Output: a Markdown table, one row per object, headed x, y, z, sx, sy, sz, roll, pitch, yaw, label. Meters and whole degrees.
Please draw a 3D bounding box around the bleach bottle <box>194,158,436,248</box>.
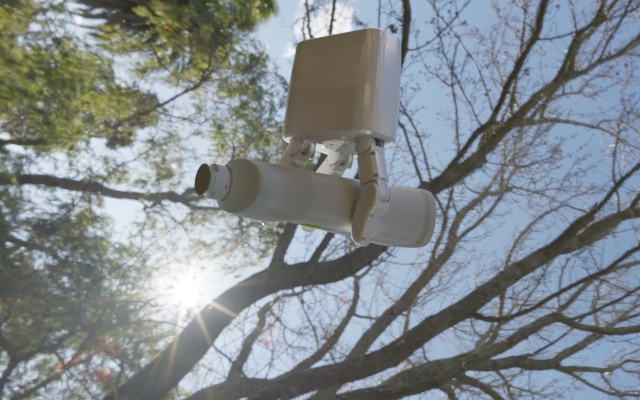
| x | y | z | sx | sy | sz | roll | pitch | yaw | label |
| --- | --- | --- | --- | --- | --- | --- | --- | --- | --- |
| 0.000 | 0.002 | 0.475 | 0.251 | 0.068 | 0.102 | 12 | -8 | -40 | bleach bottle |
